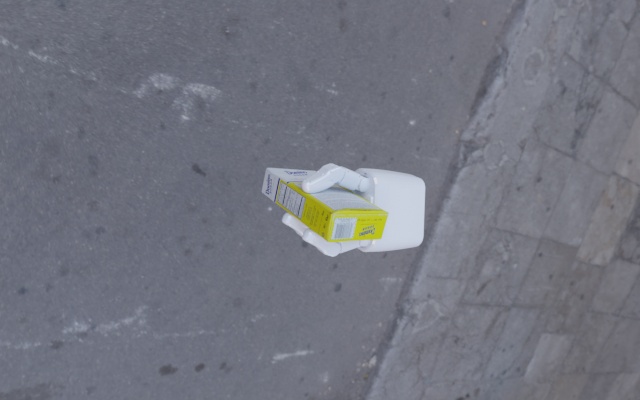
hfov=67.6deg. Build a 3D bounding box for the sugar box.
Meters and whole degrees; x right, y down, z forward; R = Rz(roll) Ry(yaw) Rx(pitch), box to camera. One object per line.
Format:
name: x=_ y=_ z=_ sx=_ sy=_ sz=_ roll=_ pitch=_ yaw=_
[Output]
sugar box: x=0.000 y=0.003 z=0.662 sx=0.093 sy=0.048 sz=0.176 roll=1 pitch=18 yaw=-36
